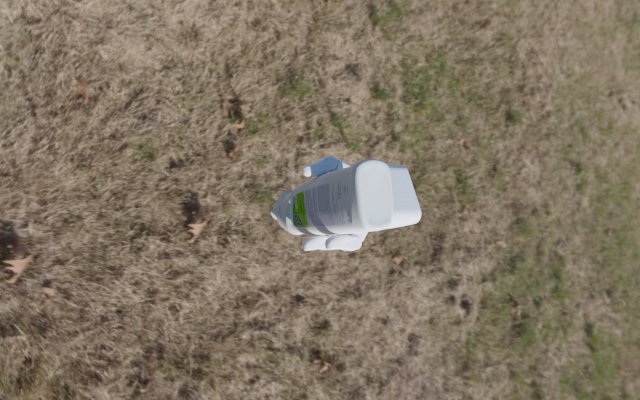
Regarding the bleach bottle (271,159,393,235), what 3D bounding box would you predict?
[{"bbox_3d":[0.000,0.003,0.746,0.068,0.102,0.251,-4,-2,-38],"label":"bleach bottle"}]
